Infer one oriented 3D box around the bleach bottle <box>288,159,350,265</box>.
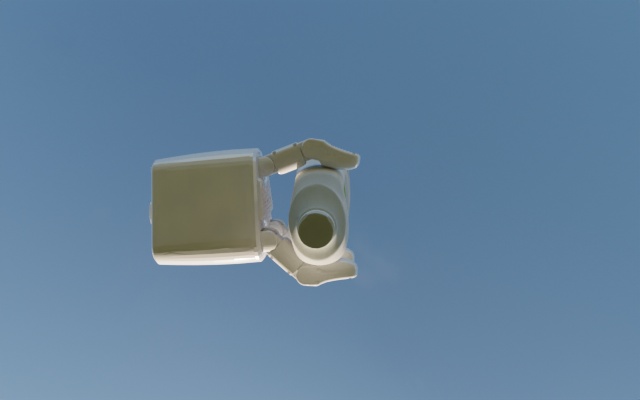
[{"bbox_3d":[0.000,0.002,0.498,0.068,0.102,0.251,-3,6,2],"label":"bleach bottle"}]
